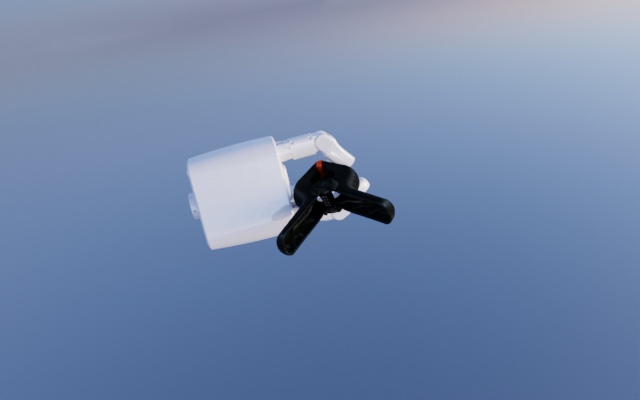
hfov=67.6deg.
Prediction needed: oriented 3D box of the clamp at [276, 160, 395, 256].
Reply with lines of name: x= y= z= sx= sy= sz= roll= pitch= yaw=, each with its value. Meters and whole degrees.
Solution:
clamp: x=0.000 y=0.001 z=0.529 sx=0.120 sy=0.039 sz=0.171 roll=-17 pitch=23 yaw=-7
